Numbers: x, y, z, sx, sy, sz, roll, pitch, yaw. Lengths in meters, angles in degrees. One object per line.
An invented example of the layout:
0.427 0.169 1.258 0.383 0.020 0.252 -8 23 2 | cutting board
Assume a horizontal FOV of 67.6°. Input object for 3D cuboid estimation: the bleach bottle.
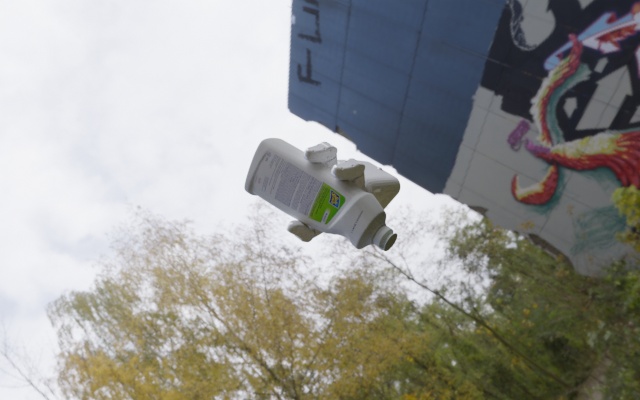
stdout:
0.000 0.002 0.698 0.250 0.103 0.068 34 24 29 | bleach bottle
